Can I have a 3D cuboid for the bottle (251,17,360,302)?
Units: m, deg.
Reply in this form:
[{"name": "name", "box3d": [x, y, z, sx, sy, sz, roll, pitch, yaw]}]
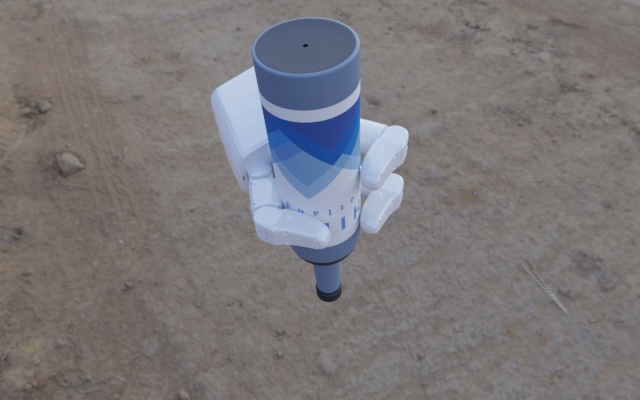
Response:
[{"name": "bottle", "box3d": [0.000, 0.001, 0.401, 0.069, 0.069, 0.296, 0, -41, 5]}]
